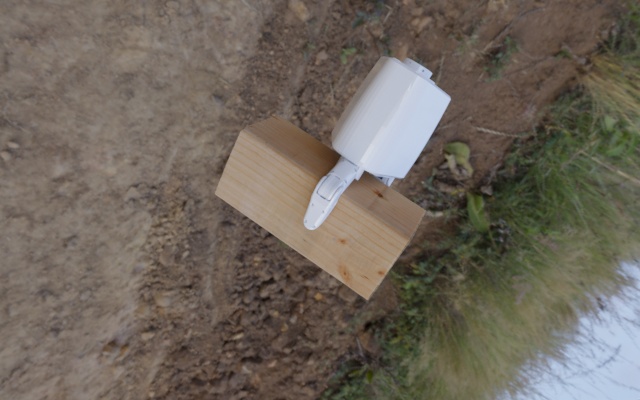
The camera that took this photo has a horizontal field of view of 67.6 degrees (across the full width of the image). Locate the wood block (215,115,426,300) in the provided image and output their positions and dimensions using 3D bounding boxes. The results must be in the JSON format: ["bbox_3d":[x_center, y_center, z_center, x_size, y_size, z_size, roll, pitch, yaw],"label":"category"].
[{"bbox_3d":[0.000,0.002,0.534,0.206,0.090,0.090,34,28,9],"label":"wood block"}]
